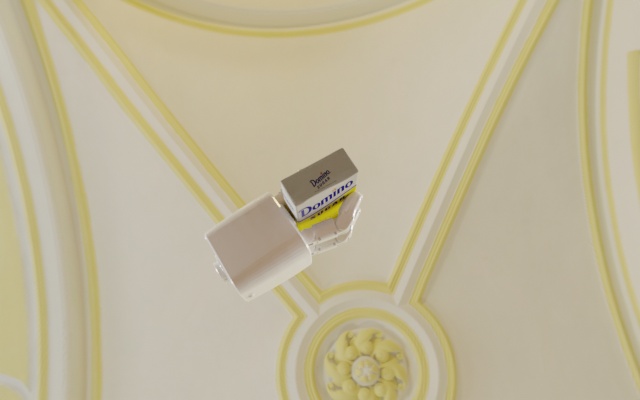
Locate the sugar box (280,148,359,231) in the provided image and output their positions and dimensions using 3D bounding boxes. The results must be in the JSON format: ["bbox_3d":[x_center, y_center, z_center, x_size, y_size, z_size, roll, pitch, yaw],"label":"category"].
[{"bbox_3d":[0.000,0.003,0.662,0.093,0.048,0.176,-29,-17,-10],"label":"sugar box"}]
